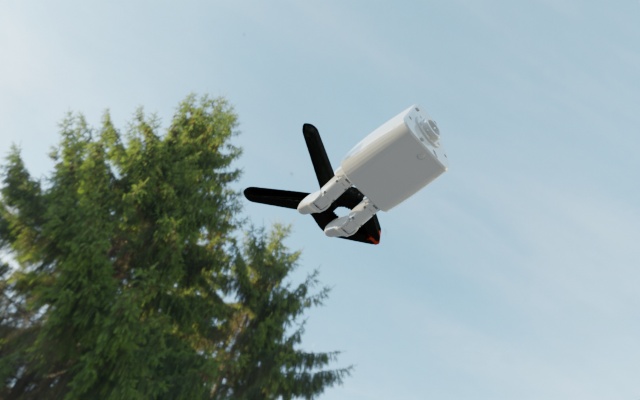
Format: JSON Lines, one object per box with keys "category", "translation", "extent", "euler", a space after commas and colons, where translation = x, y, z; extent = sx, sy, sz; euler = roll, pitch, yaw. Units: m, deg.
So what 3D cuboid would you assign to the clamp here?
{"category": "clamp", "translation": [0.001, 0.002, 0.699], "extent": [0.164, 0.210, 0.036], "euler": [-34, 24, 34]}
